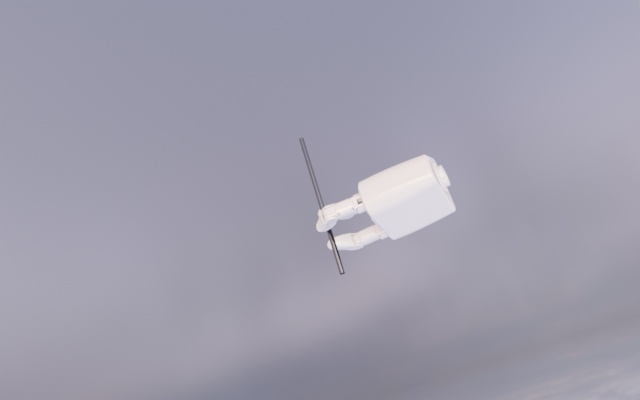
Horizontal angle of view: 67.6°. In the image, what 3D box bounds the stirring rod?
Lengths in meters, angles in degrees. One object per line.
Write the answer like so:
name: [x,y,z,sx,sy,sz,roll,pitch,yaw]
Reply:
stirring rod: [0.000,0.002,0.753,0.011,0.239,0.011,-14,-23,-6]
